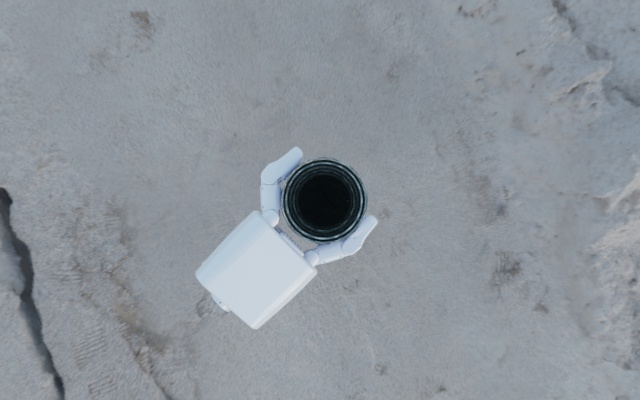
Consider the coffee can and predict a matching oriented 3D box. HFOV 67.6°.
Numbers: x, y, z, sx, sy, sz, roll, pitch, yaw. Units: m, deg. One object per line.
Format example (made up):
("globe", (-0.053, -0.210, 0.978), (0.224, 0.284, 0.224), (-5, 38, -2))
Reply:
("coffee can", (0.000, 0.002, 0.625), (0.103, 0.103, 0.140), (0, -2, -4))
